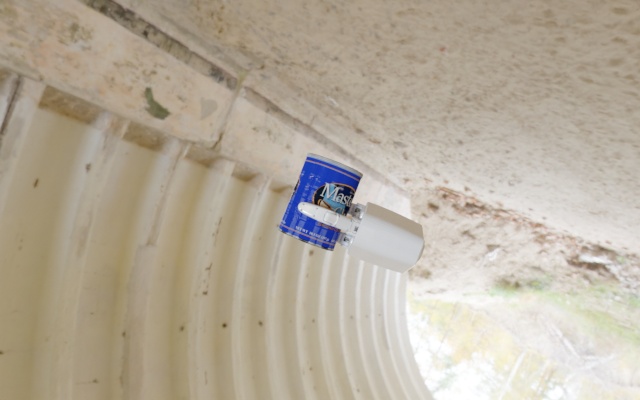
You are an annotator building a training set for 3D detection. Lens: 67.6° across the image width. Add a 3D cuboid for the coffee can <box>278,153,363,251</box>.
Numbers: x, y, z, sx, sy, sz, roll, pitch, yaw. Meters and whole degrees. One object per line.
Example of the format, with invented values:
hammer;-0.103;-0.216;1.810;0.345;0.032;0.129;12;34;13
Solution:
coffee can;0.000;0.002;0.815;0.103;0.140;0.103;21;-1;0
